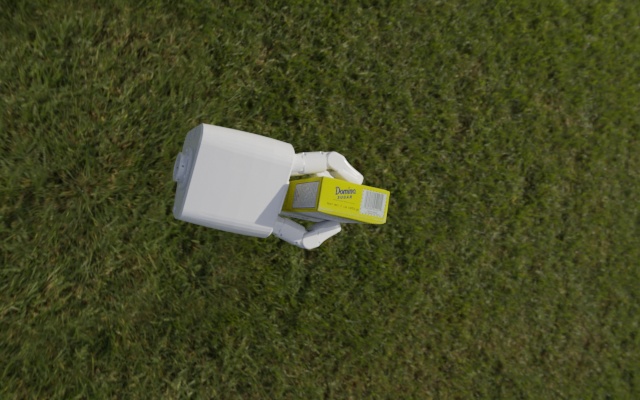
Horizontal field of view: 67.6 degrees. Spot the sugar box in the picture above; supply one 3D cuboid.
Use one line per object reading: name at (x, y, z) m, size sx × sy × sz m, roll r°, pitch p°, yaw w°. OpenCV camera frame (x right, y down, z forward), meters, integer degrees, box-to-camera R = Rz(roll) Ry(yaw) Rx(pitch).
sugar box at (0.000, 0.001, 0.613) m, size 0.093 × 0.048 × 0.176 m, roll 13°, pitch -5°, yaw -27°
